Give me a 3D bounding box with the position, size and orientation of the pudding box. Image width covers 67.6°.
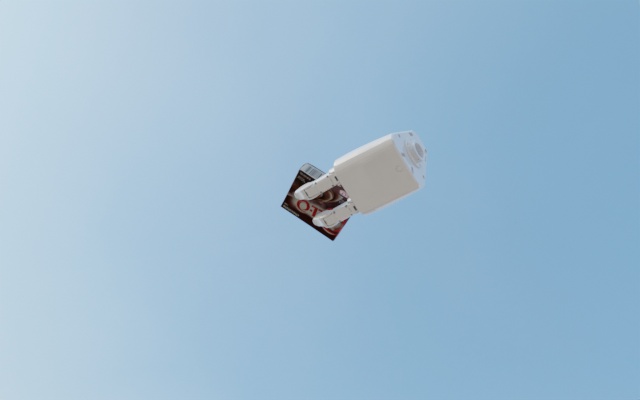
[{"bbox_3d":[0.000,0.003,0.806,0.113,0.090,0.039,34,36,6],"label":"pudding box"}]
